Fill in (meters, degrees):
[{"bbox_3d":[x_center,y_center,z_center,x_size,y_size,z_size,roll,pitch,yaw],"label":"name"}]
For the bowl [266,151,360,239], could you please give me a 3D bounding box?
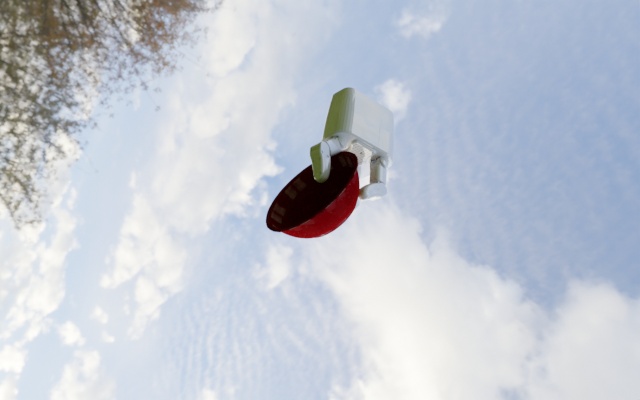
[{"bbox_3d":[0.000,0.004,0.687,0.162,0.055,0.162,-32,25,17],"label":"bowl"}]
